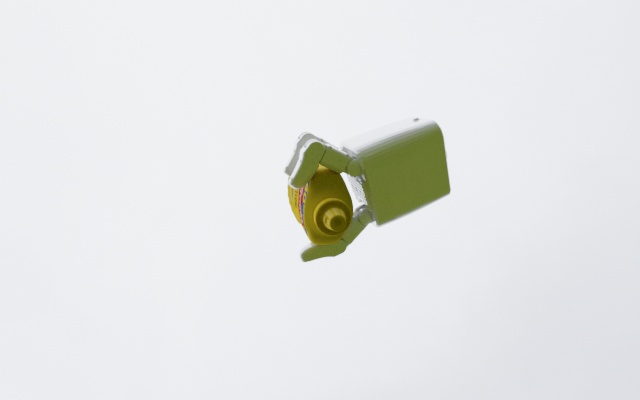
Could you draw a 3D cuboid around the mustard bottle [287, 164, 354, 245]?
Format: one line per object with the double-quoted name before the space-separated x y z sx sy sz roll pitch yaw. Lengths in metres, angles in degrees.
"mustard bottle" 0.000 0.002 0.588 0.058 0.096 0.191 2 13 -13
